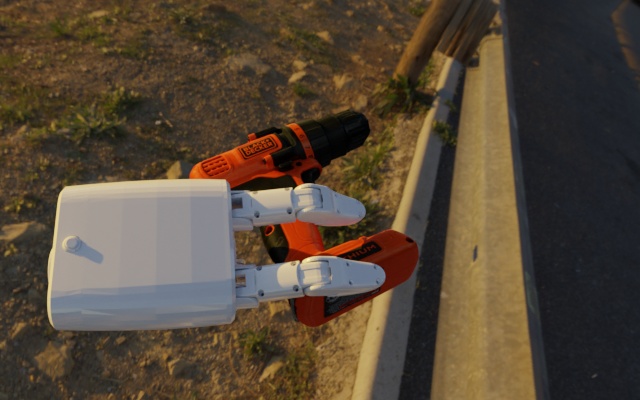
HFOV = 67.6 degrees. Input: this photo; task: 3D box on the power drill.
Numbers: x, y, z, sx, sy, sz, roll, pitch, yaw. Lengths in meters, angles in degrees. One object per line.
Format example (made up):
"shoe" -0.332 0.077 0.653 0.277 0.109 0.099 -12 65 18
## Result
"power drill" 0.000 0.002 0.416 0.184 0.057 0.187 -25 51 -17
